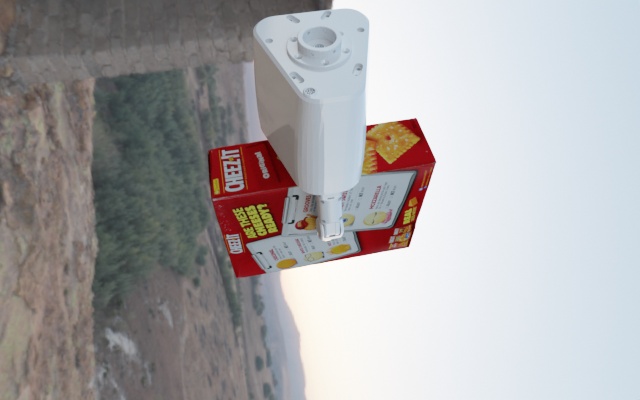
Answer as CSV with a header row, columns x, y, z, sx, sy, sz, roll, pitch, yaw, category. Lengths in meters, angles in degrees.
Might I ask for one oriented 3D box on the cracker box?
x,y,z,sx,sy,sz,roll,pitch,yaw,category
0.000,0.002,0.519,0.213,0.072,0.164,-9,-35,-7,cracker box
